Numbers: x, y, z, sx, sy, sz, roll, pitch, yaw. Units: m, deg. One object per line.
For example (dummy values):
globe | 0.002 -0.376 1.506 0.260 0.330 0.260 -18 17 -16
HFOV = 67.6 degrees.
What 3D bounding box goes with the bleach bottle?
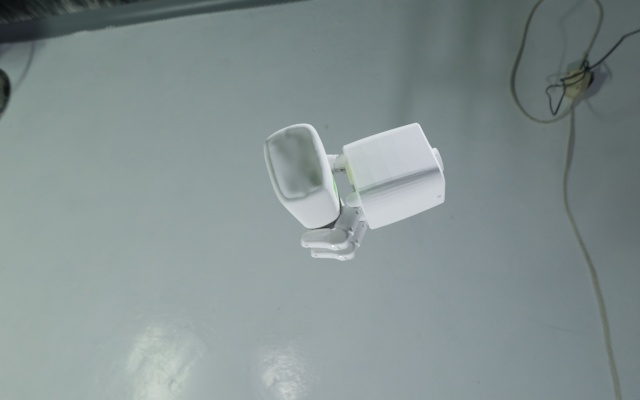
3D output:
bleach bottle | 0.000 0.002 0.644 0.068 0.102 0.251 -19 -23 6
